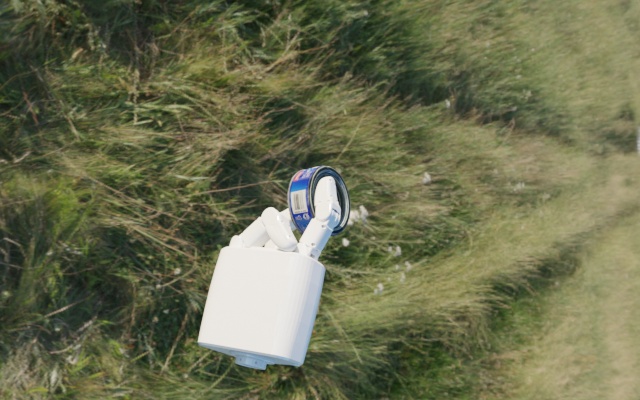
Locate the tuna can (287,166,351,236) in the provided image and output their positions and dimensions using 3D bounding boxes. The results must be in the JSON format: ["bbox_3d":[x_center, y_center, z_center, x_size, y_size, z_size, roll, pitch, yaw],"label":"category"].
[{"bbox_3d":[0.001,0.002,0.574,0.034,0.086,0.086,-10,-6,36],"label":"tuna can"}]
